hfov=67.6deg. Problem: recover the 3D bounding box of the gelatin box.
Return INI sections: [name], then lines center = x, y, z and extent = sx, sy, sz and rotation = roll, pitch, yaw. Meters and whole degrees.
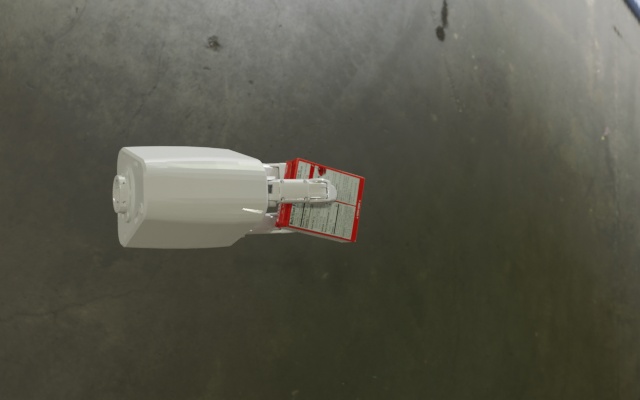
[gelatin box]
center = 0.001, 0.002, 0.513
extent = 0.089, 0.073, 0.030
rotation = 14, -12, -27
